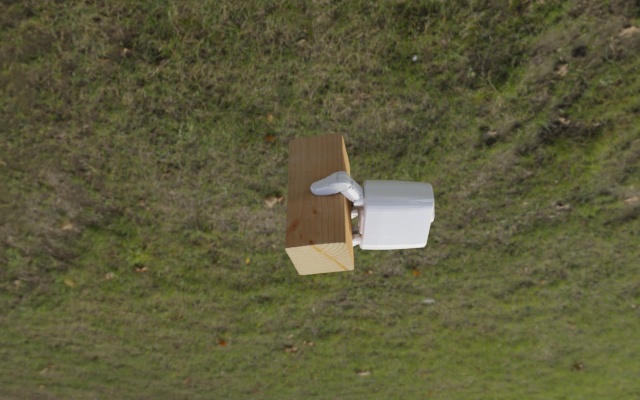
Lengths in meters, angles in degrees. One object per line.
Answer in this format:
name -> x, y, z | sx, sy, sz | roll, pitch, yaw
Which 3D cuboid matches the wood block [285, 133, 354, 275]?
wood block -> 0.000, 0.002, 0.764 | 0.090, 0.206, 0.091 | -7, -35, 9
